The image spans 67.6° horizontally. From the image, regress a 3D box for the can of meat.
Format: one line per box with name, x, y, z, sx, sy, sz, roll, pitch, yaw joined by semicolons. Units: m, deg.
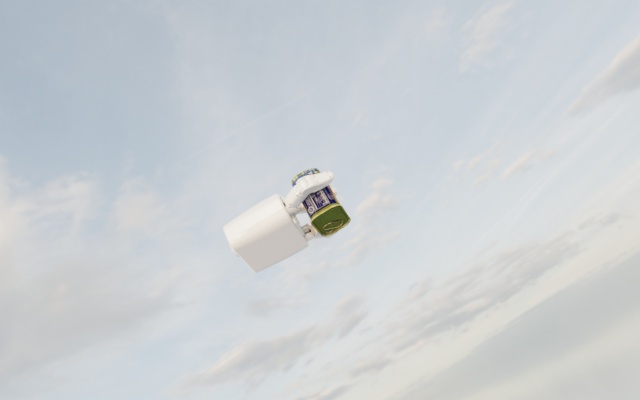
can of meat;0.000;0.002;0.798;0.057;0.084;0.102;-31;-25;3
